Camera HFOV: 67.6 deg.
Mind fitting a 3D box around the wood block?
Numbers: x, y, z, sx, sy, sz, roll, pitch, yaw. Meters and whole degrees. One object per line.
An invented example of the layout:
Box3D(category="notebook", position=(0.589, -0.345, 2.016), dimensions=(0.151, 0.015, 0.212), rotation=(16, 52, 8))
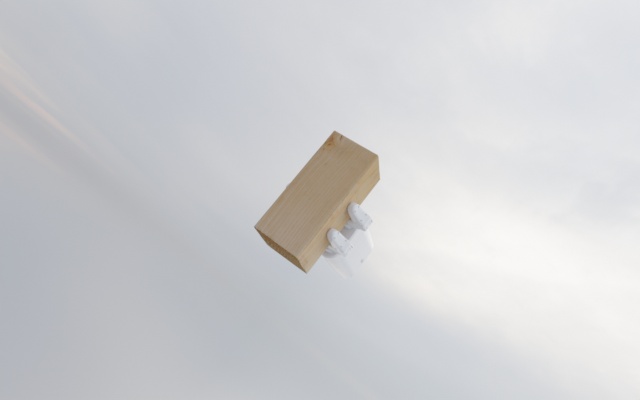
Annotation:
Box3D(category="wood block", position=(0.000, 0.002, 0.776), dimensions=(0.091, 0.206, 0.090), rotation=(33, -16, 22))
